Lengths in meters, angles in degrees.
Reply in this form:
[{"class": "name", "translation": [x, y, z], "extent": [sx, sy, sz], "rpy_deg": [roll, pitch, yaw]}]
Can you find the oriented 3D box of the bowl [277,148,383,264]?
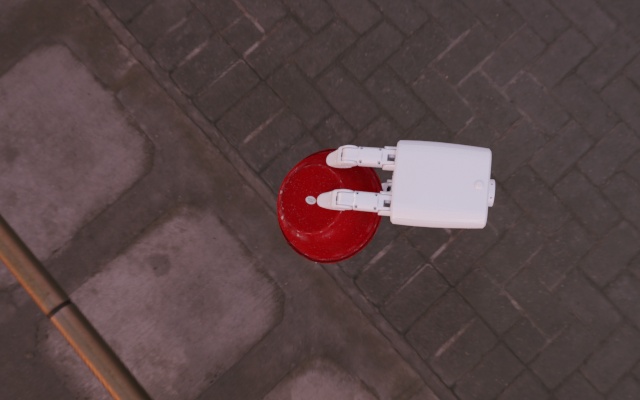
[{"class": "bowl", "translation": [-0.001, 0.002, 0.640], "extent": [0.162, 0.162, 0.055], "rpy_deg": [0, -9, 25]}]
